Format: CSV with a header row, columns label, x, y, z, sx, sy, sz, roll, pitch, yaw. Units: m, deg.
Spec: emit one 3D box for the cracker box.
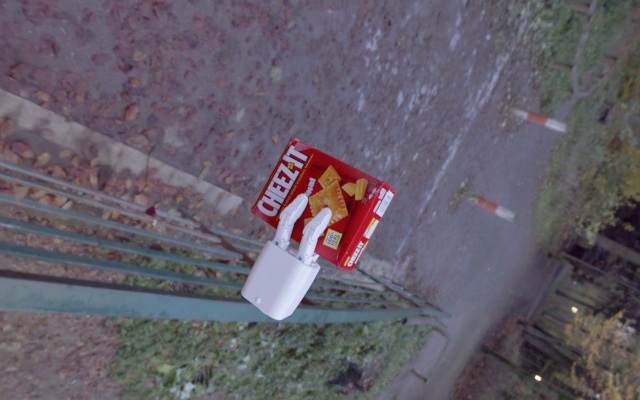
label,x,y,z,sx,sy,sz,roll,pitch,yaw
cracker box,0.000,0.003,0.859,0.213,0.164,0.072,29,0,29
